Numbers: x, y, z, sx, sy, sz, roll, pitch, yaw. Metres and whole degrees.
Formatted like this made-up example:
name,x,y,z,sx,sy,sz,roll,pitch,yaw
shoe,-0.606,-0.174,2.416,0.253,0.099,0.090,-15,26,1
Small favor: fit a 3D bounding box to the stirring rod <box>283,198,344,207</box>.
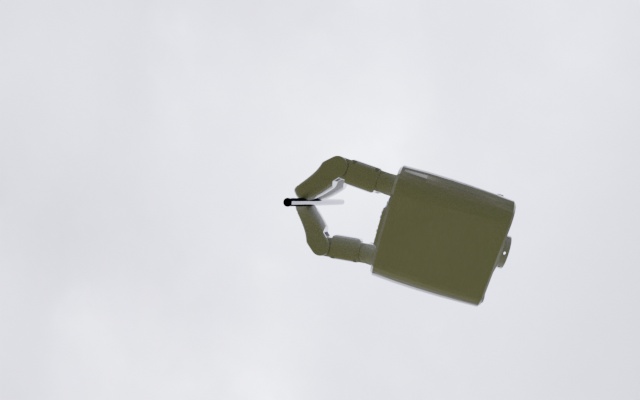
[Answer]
name,x,y,z,sx,sy,sz,roll,pitch,yaw
stirring rod,0.000,0.002,0.522,0.011,0.011,0.239,0,0,14
